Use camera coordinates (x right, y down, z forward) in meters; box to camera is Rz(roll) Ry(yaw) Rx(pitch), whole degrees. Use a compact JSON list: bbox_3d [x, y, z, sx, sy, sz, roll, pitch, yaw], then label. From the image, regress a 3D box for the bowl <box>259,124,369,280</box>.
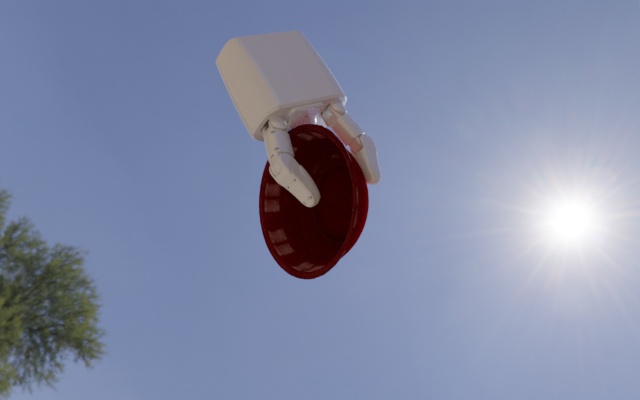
[{"bbox_3d":[0.001,0.003,0.514,0.055,0.162,0.162,3,-2,-41],"label":"bowl"}]
